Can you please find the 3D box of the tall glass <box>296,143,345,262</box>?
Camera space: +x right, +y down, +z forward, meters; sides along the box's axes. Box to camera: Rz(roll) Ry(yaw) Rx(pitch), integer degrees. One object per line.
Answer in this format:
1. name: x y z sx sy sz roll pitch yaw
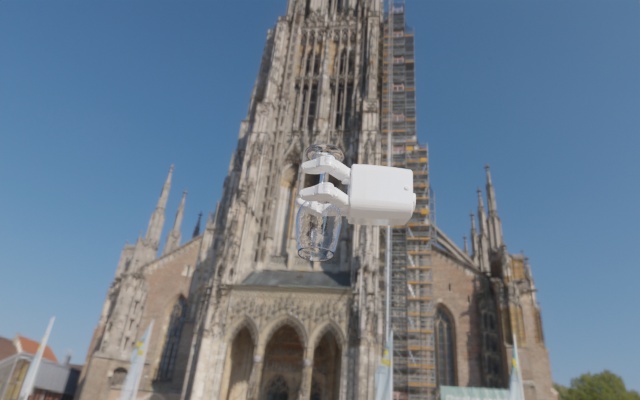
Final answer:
1. tall glass: 0.000 0.002 0.835 0.079 0.201 0.079 4 -28 2
